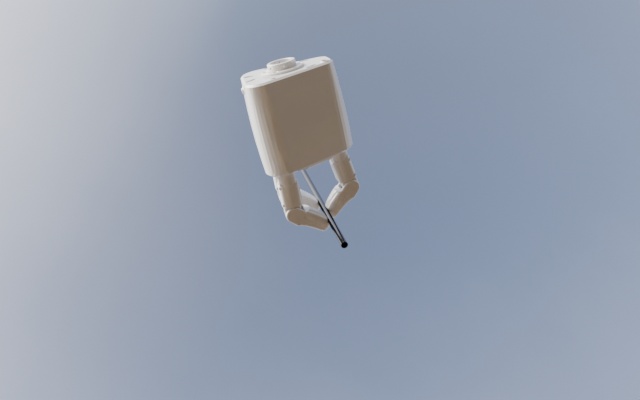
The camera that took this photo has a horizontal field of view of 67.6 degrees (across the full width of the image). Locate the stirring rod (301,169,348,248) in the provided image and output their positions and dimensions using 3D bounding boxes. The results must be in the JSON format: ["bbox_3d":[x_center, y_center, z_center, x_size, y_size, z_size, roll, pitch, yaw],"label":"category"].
[{"bbox_3d":[0.000,0.002,0.633,0.011,0.011,0.239,0,23,-14],"label":"stirring rod"}]
